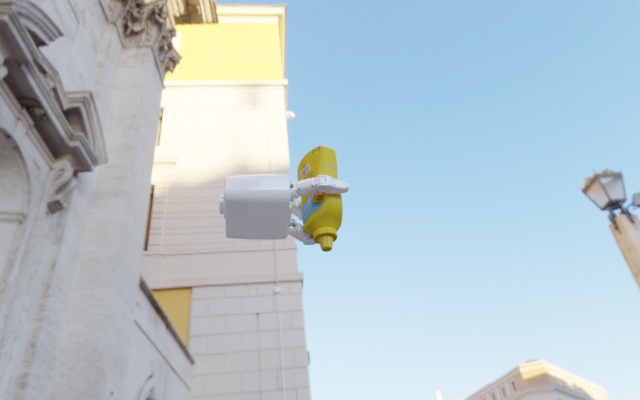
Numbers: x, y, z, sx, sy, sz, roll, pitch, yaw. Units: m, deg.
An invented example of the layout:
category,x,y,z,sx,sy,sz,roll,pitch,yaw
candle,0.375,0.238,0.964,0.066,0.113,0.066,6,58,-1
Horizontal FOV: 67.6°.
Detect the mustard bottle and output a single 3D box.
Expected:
category,x,y,z,sx,sy,sz,roll,pitch,yaw
mustard bottle,0.000,0.003,0.840,0.058,0.191,0.096,15,-40,-29
